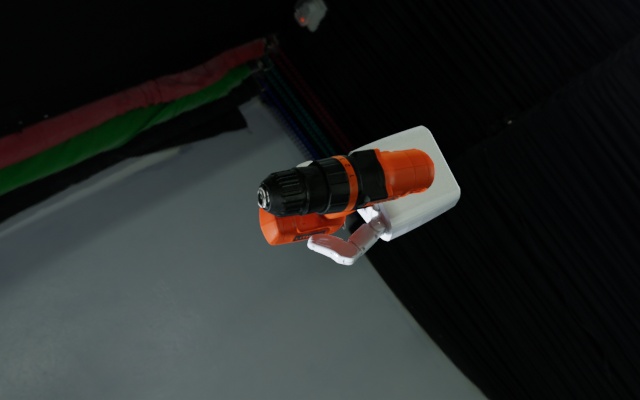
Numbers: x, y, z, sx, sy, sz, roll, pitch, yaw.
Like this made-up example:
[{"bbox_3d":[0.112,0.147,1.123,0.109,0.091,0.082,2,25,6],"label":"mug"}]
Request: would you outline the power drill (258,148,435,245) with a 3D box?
[{"bbox_3d":[0.000,0.002,0.503,0.184,0.057,0.188,-9,-10,-28],"label":"power drill"}]
